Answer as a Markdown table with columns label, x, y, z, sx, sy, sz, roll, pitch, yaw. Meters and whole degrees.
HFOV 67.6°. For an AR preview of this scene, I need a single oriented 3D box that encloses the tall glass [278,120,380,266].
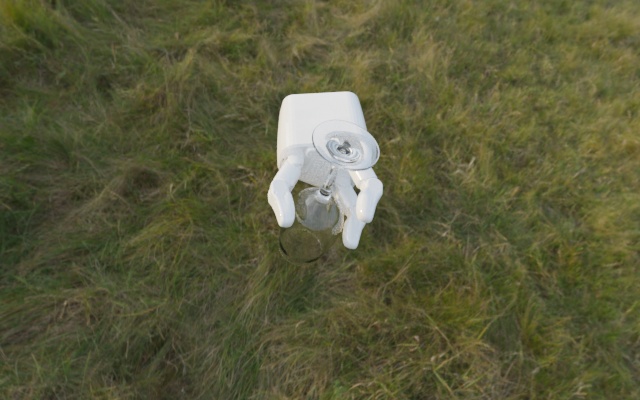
| label | x | y | z | sx | sy | sz | roll | pitch | yaw |
| --- | --- | --- | --- | --- | --- | --- | --- | --- | --- |
| tall glass | 0.000 | 0.002 | 0.572 | 0.079 | 0.079 | 0.201 | 0 | -38 | -20 |
